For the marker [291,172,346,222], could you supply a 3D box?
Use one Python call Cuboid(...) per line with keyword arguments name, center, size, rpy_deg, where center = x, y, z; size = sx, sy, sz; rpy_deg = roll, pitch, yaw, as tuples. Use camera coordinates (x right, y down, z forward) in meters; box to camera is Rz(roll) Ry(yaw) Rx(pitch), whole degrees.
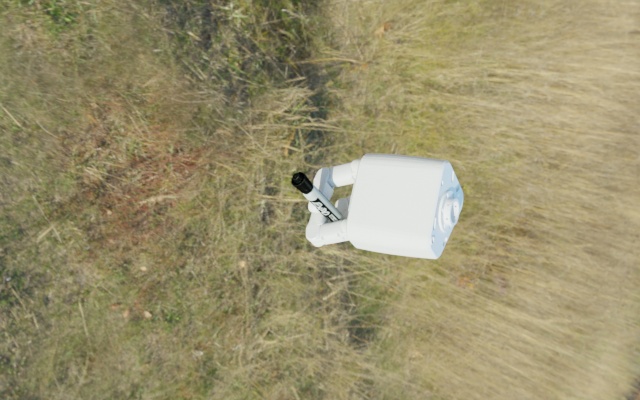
Cuboid(name="marker", center=(0.000, 0.002, 0.577), size=(0.020, 0.020, 0.121), rpy_deg=(0, -29, 32))
